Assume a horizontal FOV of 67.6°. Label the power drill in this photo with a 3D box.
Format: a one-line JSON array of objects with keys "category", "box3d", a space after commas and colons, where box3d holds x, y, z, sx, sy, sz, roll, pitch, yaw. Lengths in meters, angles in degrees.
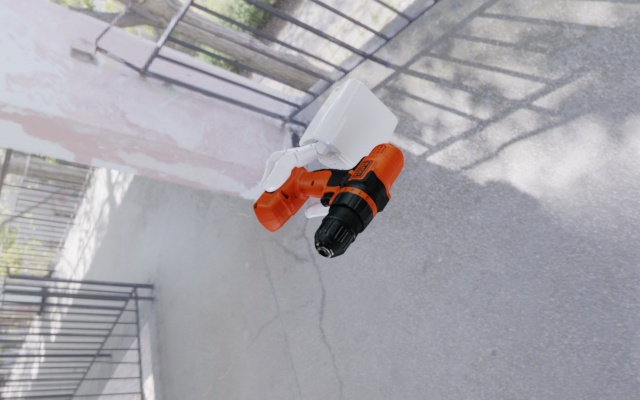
[{"category": "power drill", "box3d": [0.000, 0.002, 0.619, 0.187, 0.057, 0.184, -3, 37, 43]}]
